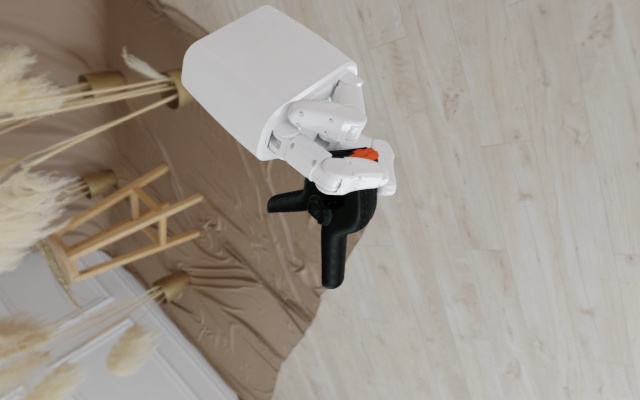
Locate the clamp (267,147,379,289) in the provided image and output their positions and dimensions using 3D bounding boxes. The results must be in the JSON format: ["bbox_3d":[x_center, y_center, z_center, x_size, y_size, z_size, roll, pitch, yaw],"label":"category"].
[{"bbox_3d":[0.000,0.002,0.464,0.120,0.172,0.039,41,46,17],"label":"clamp"}]
